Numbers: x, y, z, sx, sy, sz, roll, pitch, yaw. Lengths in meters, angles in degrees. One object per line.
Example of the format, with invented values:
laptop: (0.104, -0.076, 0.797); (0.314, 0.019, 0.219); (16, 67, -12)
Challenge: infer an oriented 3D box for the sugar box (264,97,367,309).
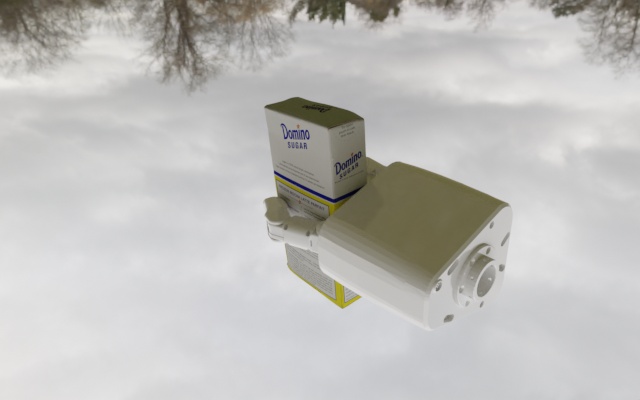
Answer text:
sugar box: (0.001, 0.001, 0.437); (0.048, 0.176, 0.093); (-22, 33, -33)
